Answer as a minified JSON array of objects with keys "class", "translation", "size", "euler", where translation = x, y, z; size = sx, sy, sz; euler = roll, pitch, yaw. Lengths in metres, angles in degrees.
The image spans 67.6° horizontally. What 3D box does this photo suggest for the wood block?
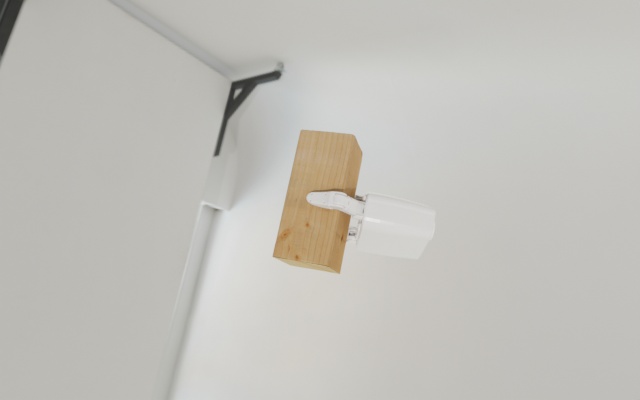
[{"class":"wood block","translation":[0.000,0.003,0.758],"size":[0.090,0.206,0.091],"euler":[8,-13,16]}]
